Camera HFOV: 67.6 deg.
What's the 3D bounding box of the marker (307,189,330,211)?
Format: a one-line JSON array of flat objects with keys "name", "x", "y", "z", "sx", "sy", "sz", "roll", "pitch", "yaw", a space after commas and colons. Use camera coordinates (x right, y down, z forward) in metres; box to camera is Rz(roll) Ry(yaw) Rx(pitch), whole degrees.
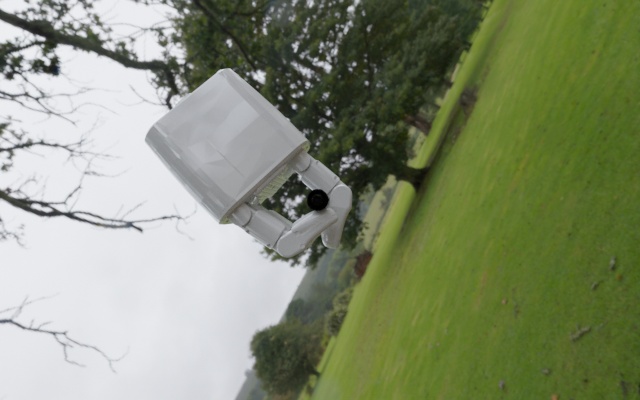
[{"name": "marker", "x": 0.000, "y": 0.002, "z": 0.462, "sx": 0.020, "sy": 0.020, "sz": 0.121, "roll": 0, "pitch": -2, "yaw": 3}]
